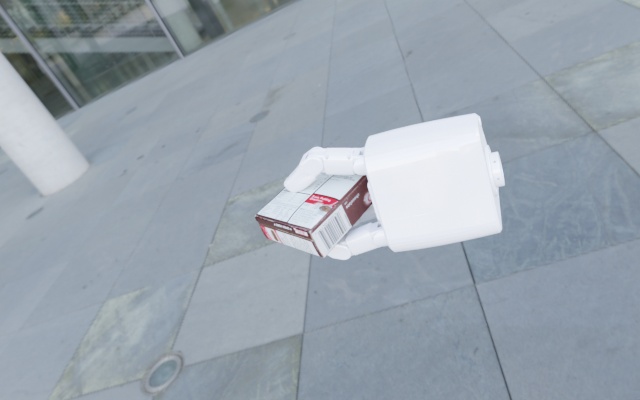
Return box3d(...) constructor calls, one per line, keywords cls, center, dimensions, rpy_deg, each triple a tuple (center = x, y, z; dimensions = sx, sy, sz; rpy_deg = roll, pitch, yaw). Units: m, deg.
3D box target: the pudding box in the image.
box3d(cls="pudding box", center=(0.000, 0.002, 0.506), dimensions=(0.090, 0.039, 0.113), rpy_deg=(12, 46, 45))
